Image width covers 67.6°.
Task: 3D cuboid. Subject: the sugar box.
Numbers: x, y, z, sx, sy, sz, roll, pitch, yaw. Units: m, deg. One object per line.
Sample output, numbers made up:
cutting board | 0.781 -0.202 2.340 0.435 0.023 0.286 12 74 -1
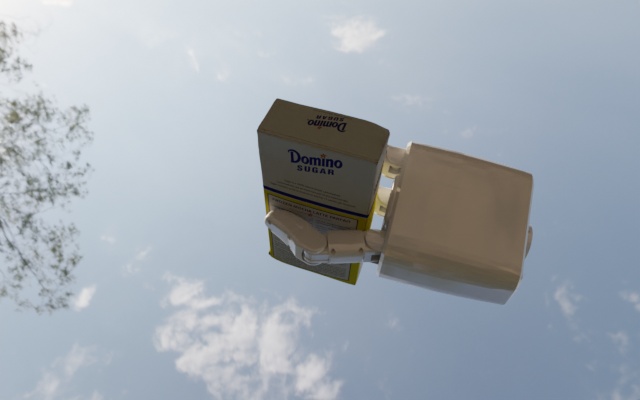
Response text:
sugar box | 0.000 0.001 0.410 0.093 0.048 0.176 17 -39 10
